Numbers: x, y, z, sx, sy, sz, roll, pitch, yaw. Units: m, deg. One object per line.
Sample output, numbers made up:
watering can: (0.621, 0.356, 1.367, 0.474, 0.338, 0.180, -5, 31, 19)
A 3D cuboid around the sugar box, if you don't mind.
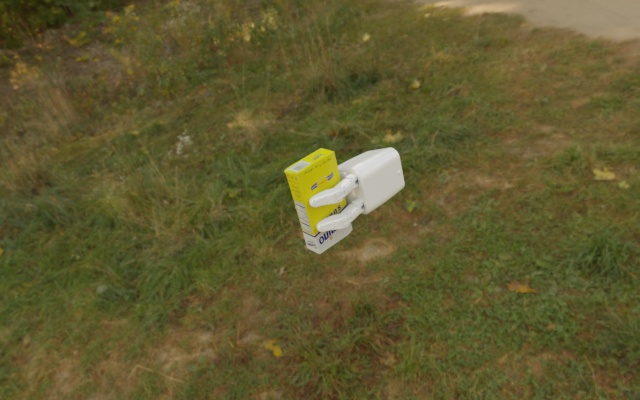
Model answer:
sugar box: (0.001, 0.003, 0.889, 0.093, 0.176, 0.048, -33, 31, -28)
